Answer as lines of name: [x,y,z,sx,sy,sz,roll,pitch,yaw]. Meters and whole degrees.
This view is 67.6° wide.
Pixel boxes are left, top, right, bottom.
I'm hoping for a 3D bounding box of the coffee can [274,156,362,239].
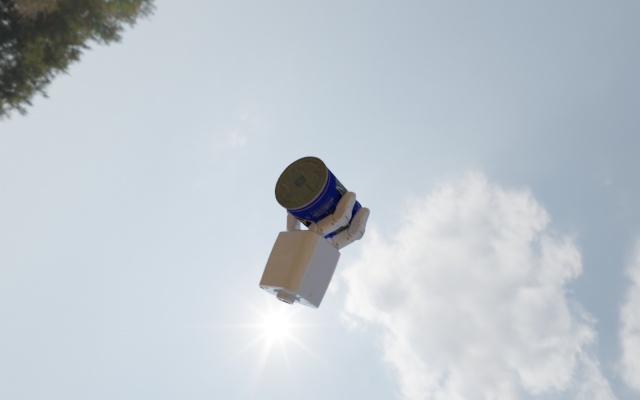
coffee can: [0.000,0.003,0.843,0.103,0.102,0.140,0,-30,35]
